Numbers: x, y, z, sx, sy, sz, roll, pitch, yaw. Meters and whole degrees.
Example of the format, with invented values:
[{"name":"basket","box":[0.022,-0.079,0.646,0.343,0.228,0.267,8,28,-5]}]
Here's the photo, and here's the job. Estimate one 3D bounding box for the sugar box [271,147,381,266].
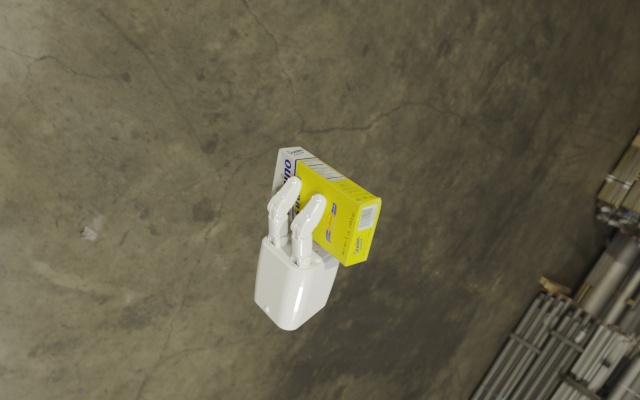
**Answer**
[{"name":"sugar box","box":[0.000,0.002,0.650,0.048,0.093,0.176,-12,34,-41]}]
